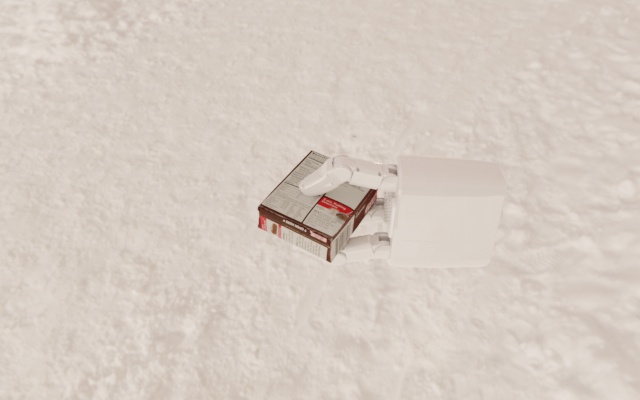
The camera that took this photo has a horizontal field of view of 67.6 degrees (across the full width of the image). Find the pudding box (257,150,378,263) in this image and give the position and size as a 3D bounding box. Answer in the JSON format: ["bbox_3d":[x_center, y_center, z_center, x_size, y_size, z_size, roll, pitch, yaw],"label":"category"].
[{"bbox_3d":[0.000,0.002,0.511,0.090,0.039,0.113,23,45,19],"label":"pudding box"}]
